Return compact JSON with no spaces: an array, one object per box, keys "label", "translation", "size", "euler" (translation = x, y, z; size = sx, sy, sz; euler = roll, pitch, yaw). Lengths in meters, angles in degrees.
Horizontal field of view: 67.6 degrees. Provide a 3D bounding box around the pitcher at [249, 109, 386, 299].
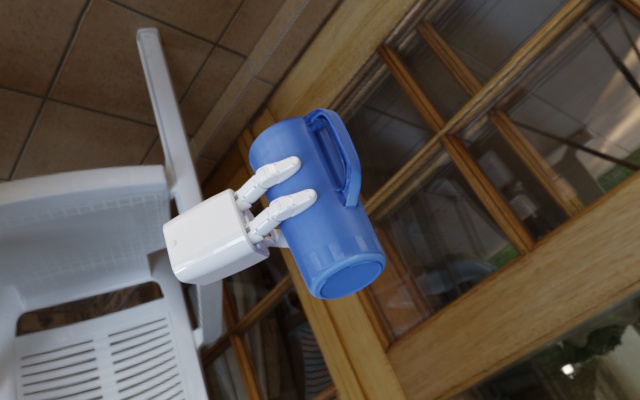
[{"label":"pitcher","translation":[0.000,0.002,0.663],"size":[0.145,0.242,0.149],"euler":[-25,-31,0]}]
